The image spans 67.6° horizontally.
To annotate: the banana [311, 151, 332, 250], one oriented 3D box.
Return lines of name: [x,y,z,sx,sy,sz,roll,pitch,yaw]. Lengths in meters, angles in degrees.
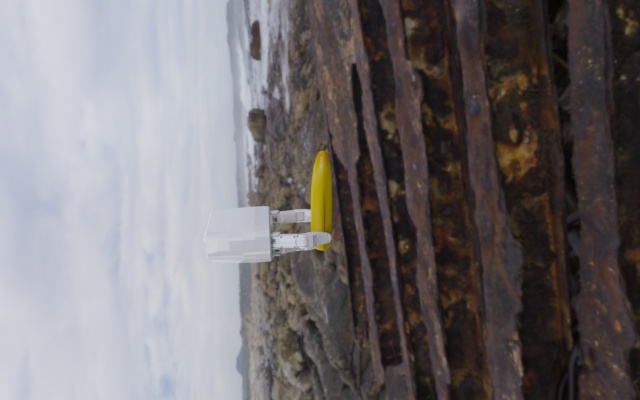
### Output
banana: [0.001,0.015,0.819,0.037,0.198,0.069,-2,32,-3]
